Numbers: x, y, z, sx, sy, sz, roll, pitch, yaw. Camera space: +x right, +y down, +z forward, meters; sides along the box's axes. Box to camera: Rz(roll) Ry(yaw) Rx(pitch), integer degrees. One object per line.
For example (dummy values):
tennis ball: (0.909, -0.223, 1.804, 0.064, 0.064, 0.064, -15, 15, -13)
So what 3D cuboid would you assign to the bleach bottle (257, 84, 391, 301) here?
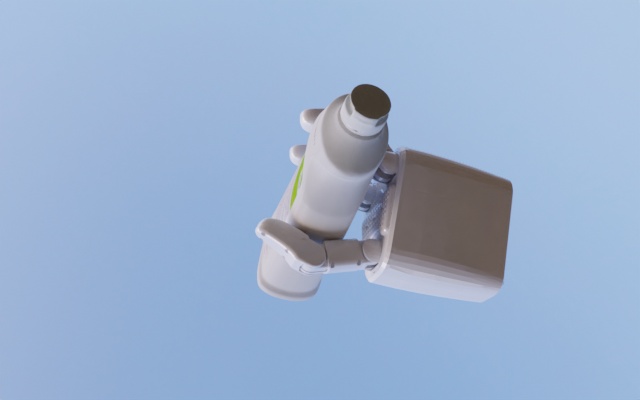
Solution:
bleach bottle: (0.000, 0.001, 0.408, 0.068, 0.102, 0.251, 13, -30, -9)
